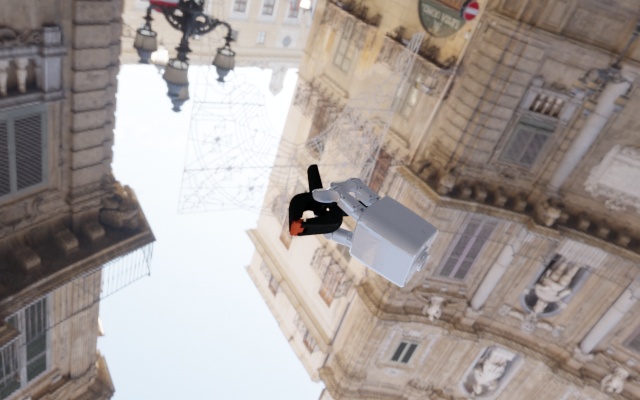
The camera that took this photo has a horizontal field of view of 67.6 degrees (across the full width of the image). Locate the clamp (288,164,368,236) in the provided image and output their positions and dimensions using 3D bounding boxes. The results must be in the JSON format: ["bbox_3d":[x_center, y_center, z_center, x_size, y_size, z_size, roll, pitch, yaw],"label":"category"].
[{"bbox_3d":[0.000,0.004,0.827,0.164,0.036,0.210,34,34,21],"label":"clamp"}]
